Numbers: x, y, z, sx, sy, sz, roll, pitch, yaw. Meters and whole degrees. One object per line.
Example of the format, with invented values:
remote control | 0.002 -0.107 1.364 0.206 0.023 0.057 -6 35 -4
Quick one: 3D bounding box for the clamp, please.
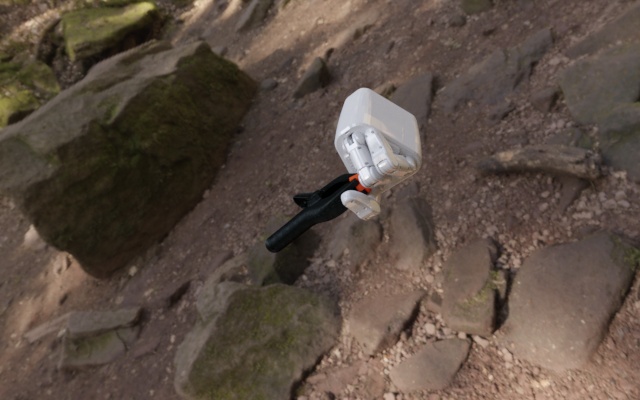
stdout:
clamp | 0.000 0.002 0.668 0.171 0.039 0.120 -29 27 30
